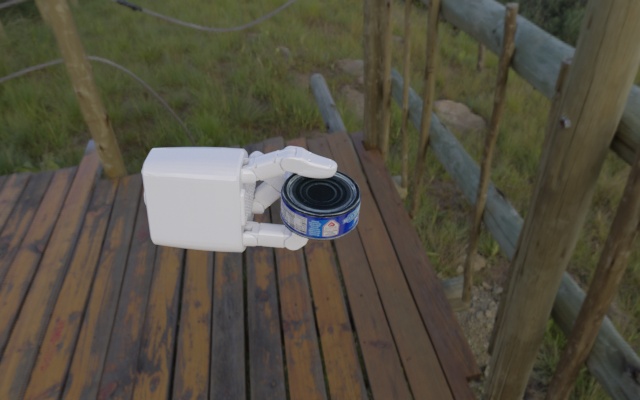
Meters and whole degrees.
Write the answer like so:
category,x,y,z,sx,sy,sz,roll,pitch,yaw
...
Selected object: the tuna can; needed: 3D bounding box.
category,x,y,z,sx,sy,sz,roll,pitch,yaw
tuna can,0.000,0.001,0.509,0.086,0.034,0.086,3,39,-2
